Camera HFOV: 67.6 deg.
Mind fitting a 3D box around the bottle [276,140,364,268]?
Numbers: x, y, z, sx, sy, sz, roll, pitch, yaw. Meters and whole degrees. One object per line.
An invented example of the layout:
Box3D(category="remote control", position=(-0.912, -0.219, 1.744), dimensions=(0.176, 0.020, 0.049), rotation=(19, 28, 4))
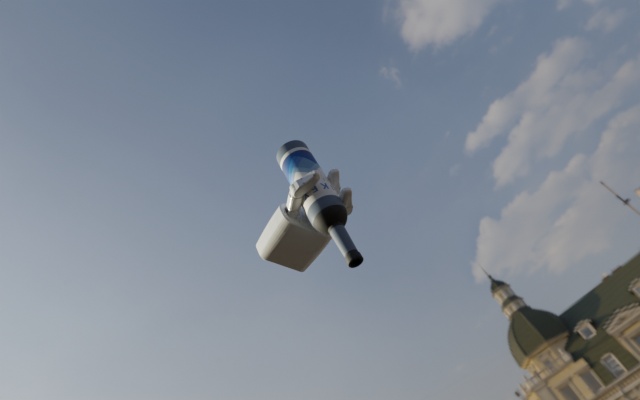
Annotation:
Box3D(category="bottle", position=(0.000, 0.003, 0.859), dimensions=(0.069, 0.069, 0.295), rotation=(0, 41, -31))
